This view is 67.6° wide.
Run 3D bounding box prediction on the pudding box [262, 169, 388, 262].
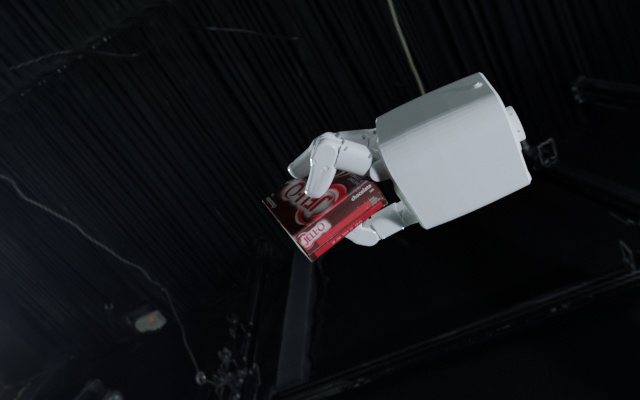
[{"bbox_3d":[0.000,0.002,0.469,0.090,0.039,0.113,-37,24,-7],"label":"pudding box"}]
